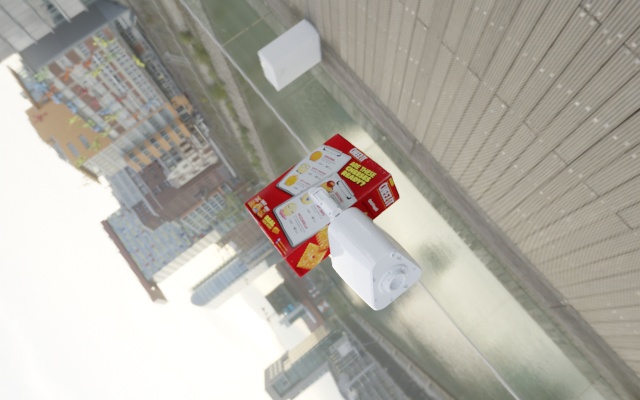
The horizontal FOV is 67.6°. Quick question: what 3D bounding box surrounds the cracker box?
[{"bbox_3d":[0.000,0.003,0.812,0.213,0.072,0.164,-37,45,-7],"label":"cracker box"}]
